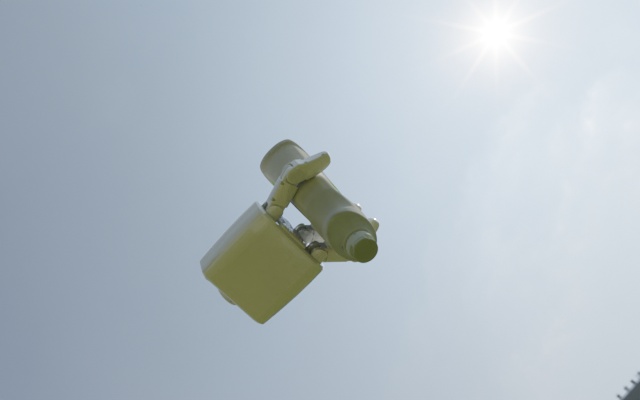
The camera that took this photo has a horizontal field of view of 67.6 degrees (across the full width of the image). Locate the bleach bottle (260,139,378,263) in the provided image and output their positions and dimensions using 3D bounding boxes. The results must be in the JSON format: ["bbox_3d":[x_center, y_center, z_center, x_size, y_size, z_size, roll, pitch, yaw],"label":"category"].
[{"bbox_3d":[0.000,0.002,0.595,0.103,0.068,0.250,45,1,-29],"label":"bleach bottle"}]
